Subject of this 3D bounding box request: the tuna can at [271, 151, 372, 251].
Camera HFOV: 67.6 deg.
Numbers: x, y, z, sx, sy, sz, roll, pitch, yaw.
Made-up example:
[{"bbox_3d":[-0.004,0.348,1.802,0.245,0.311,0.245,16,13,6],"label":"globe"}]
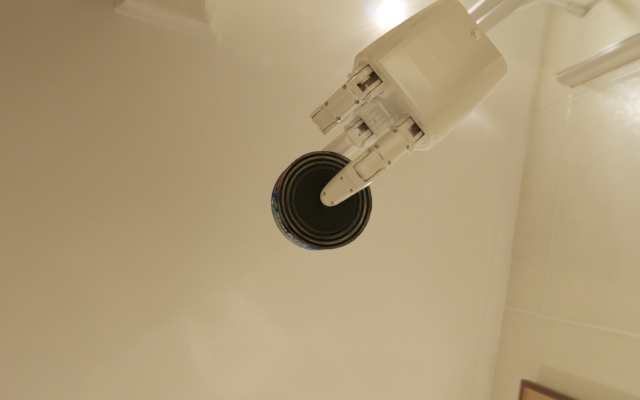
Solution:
[{"bbox_3d":[0.000,0.002,0.423,0.086,0.086,0.034,0,-8,-18],"label":"tuna can"}]
